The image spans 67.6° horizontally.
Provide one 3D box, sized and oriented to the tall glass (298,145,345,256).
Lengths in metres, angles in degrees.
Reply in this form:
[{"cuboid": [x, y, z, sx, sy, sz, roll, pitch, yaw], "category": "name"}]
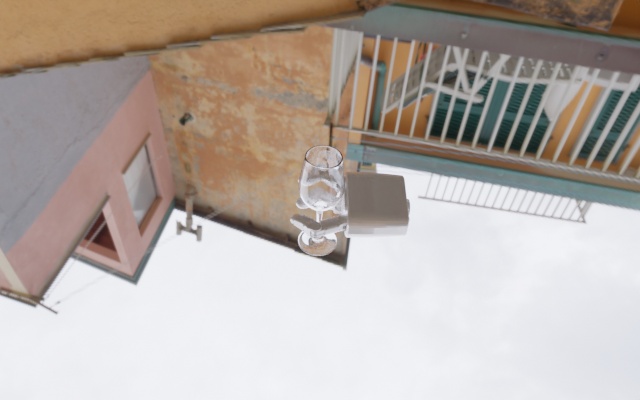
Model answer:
[{"cuboid": [0.000, 0.003, 0.832, 0.079, 0.201, 0.079, 2, 43, -2], "category": "tall glass"}]
